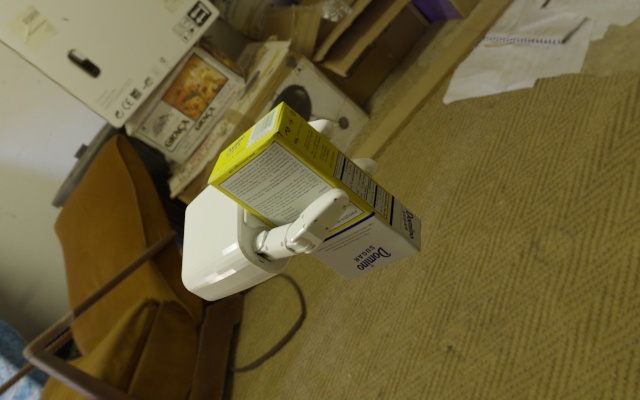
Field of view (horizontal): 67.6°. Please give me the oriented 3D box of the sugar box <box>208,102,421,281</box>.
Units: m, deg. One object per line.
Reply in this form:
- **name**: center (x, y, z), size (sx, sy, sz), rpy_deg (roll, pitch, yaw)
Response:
- **sugar box**: center (0.000, 0.001, 0.428), size (0.176, 0.048, 0.093), rpy_deg (36, -47, -28)
